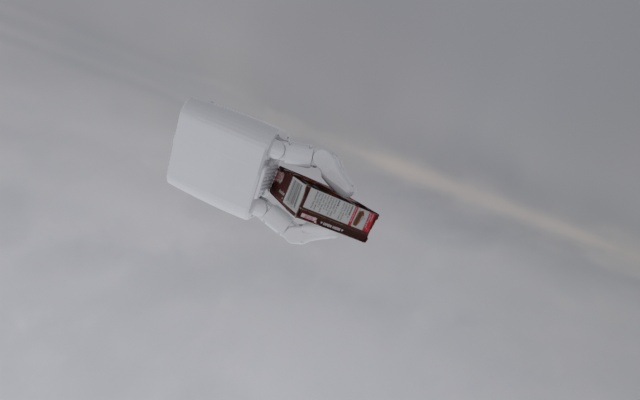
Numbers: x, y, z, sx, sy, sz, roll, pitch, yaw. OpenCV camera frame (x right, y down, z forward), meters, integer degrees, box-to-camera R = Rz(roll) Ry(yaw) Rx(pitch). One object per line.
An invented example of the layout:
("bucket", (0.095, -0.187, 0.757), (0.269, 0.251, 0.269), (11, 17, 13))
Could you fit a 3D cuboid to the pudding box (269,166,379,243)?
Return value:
("pudding box", (0.000, 0.002, 0.532), (0.090, 0.039, 0.113), (21, 8, -23))
